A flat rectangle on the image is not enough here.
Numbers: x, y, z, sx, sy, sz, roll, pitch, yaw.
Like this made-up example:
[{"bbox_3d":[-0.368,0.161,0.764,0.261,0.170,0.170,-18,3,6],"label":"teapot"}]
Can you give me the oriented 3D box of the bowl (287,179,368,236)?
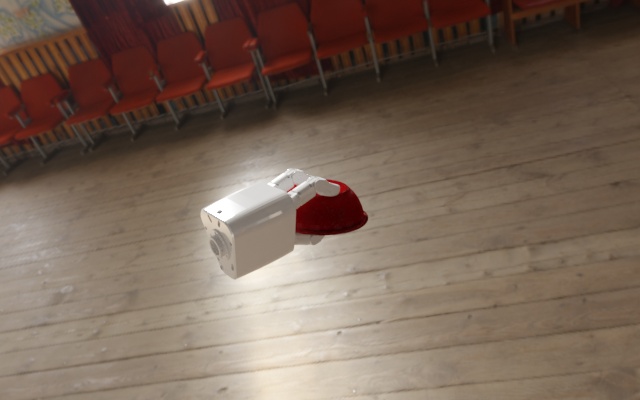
[{"bbox_3d":[0.001,0.002,0.796,0.162,0.055,0.162,1,19,0],"label":"bowl"}]
